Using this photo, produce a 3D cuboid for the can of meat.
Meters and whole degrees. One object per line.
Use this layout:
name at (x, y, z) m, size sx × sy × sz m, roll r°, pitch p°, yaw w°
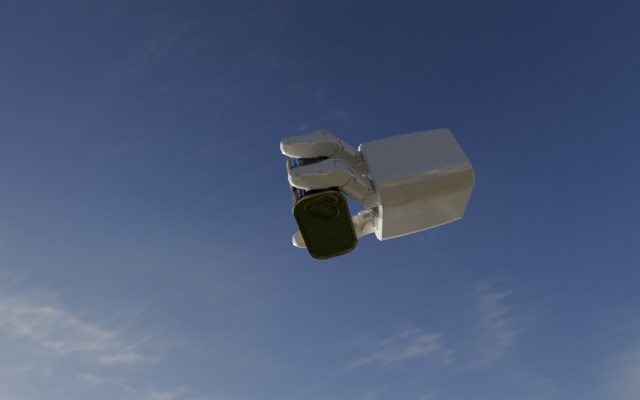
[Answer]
can of meat at (0.000, 0.002, 0.542) m, size 0.057 × 0.083 × 0.102 m, roll -16°, pitch -46°, yaw 3°
